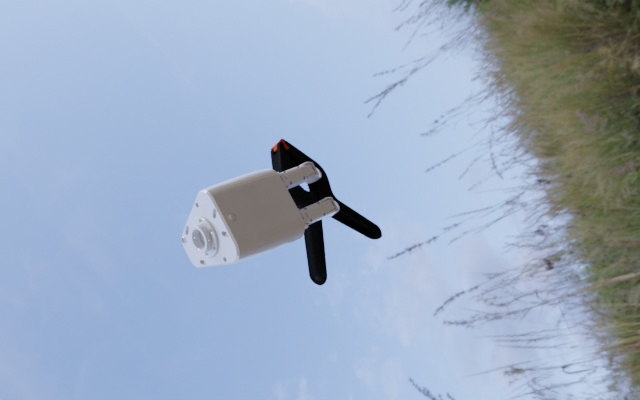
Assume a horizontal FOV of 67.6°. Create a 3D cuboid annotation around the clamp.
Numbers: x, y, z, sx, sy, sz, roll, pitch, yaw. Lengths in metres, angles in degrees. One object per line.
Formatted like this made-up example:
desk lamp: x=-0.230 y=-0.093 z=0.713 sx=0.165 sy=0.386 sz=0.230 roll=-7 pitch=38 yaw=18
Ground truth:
clamp: x=-0.001 y=0.002 z=0.697 sx=0.164 sy=0.210 sz=0.036 roll=-20 pitch=-11 yaw=-47
